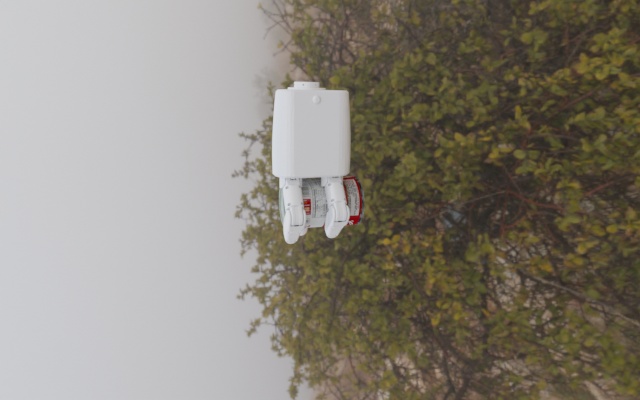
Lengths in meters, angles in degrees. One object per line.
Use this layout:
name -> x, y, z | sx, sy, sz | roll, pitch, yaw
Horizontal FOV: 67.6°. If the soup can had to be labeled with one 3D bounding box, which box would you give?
soup can -> 0.000, 0.003, 0.645 | 0.102, 0.068, 0.068 | -3, 1, -16
